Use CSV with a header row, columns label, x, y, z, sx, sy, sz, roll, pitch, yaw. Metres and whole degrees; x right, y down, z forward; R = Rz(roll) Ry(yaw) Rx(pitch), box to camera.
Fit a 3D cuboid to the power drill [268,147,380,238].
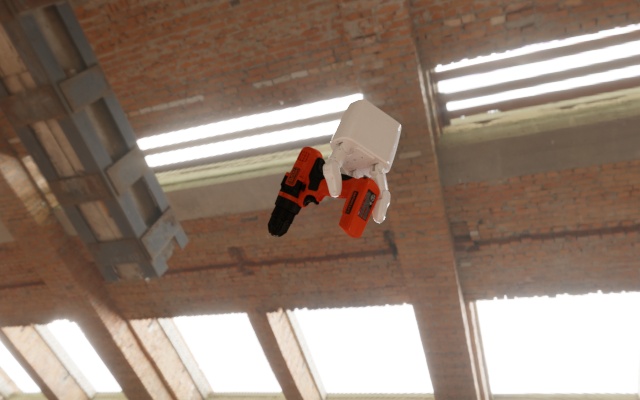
label,x,y,z,sx,sy,sz,roll,pitch,yaw
power drill,0.001,0.003,0.869,0.187,0.184,0.057,21,-5,35
